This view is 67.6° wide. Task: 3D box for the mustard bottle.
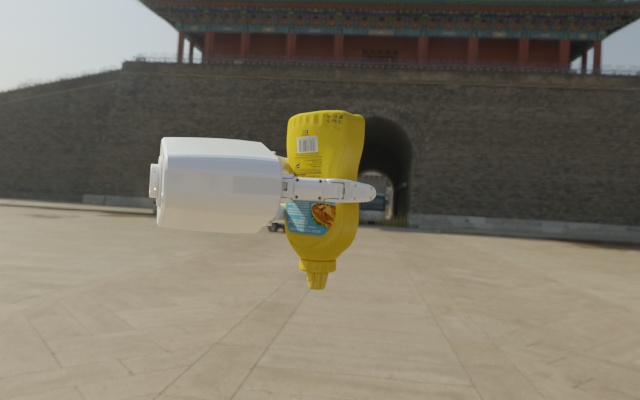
[{"bbox_3d":[0.000,0.001,0.527,0.096,0.191,0.058,3,0,44],"label":"mustard bottle"}]
